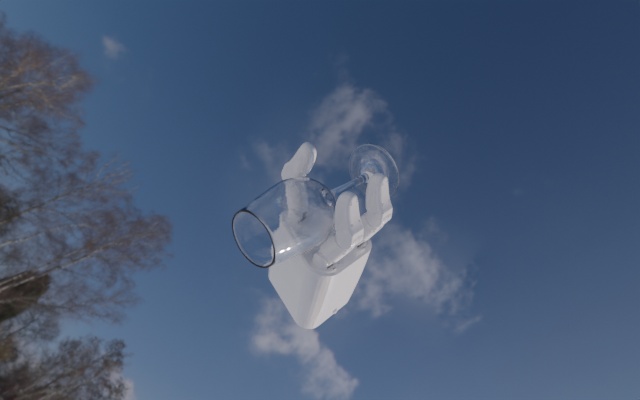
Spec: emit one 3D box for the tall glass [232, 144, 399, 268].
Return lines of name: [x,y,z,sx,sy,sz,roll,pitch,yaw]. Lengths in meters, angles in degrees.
tall glass: [0.001,0.001,0.523,0.079,0.079,0.201,0,21,45]
